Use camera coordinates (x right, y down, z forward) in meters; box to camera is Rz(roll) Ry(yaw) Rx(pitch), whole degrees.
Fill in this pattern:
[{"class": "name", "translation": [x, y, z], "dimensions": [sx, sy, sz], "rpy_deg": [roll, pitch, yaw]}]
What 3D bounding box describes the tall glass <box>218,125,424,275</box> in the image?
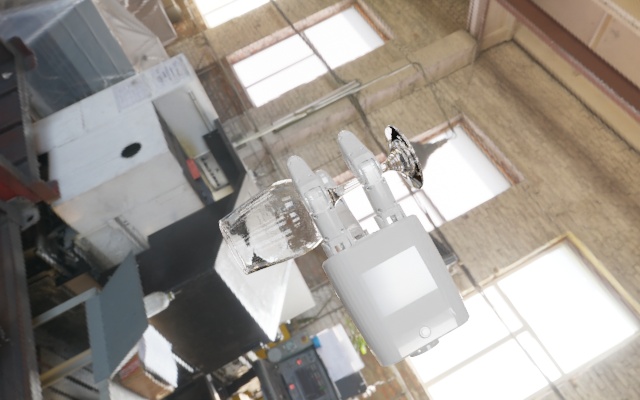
[{"class": "tall glass", "translation": [0.001, 0.001, 0.487], "dimensions": [0.201, 0.079, 0.079], "rpy_deg": [-28, 3, -6]}]
